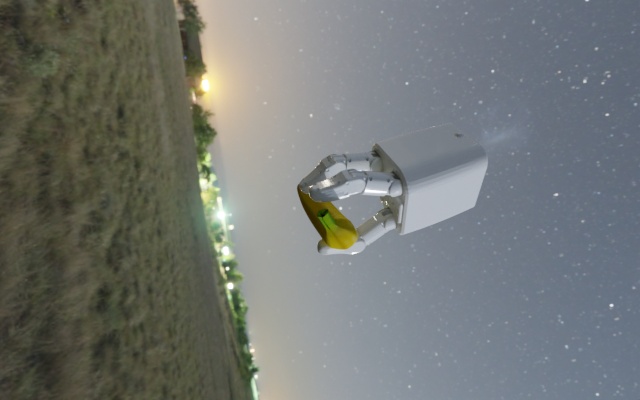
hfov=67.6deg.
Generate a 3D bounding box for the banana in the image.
[{"bbox_3d":[0.008,0.019,0.568,0.037,0.070,0.197,-26,13,-6],"label":"banana"}]
